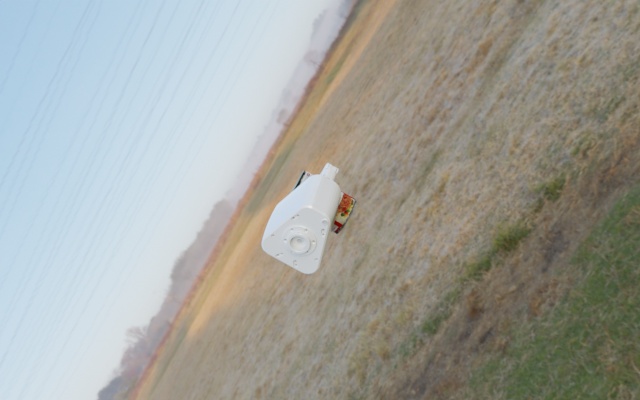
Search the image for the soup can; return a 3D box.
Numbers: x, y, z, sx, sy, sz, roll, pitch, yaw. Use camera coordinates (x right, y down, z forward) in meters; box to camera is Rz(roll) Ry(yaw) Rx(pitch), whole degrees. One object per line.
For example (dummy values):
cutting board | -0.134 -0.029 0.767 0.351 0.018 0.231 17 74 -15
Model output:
soup can | 0.000 0.002 0.800 0.102 0.068 0.068 29 -3 -6
